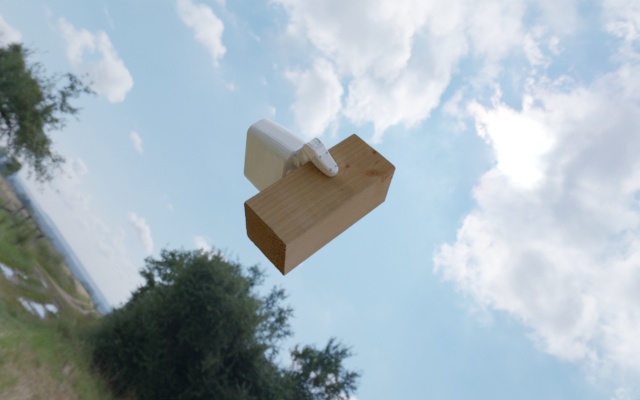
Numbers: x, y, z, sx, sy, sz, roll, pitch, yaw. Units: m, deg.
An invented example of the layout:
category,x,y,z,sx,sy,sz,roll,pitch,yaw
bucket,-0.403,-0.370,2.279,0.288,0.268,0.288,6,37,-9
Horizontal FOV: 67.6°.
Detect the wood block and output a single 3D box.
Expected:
category,x,y,z,sx,sy,sz,roll,pitch,yaw
wood block,0.000,0.002,0.692,0.206,0.090,0.091,-35,-26,-26
